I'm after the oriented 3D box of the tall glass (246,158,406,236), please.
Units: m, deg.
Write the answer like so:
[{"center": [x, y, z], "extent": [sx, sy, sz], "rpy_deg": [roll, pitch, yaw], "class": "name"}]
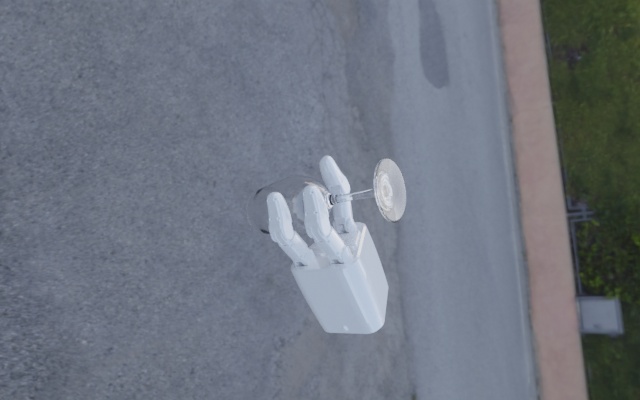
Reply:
[{"center": [0.001, 0.002, 0.597], "extent": [0.201, 0.079, 0.079], "rpy_deg": [-9, -5, 35], "class": "tall glass"}]
